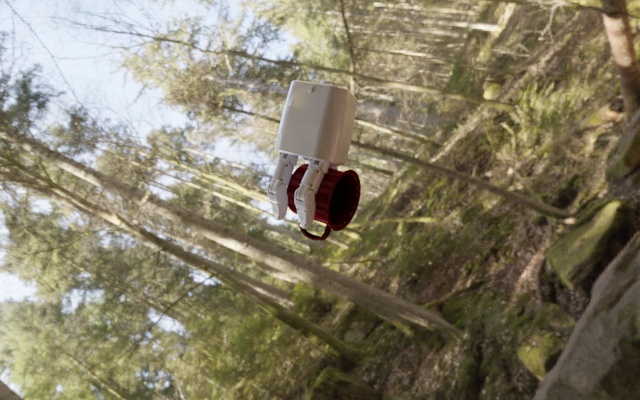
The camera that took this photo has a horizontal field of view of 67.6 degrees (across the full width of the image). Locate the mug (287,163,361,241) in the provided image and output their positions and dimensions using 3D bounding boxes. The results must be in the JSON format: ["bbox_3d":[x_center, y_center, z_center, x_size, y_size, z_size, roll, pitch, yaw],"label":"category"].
[{"bbox_3d":[0.000,0.004,0.720,0.081,0.117,0.093,16,6,31],"label":"mug"}]
